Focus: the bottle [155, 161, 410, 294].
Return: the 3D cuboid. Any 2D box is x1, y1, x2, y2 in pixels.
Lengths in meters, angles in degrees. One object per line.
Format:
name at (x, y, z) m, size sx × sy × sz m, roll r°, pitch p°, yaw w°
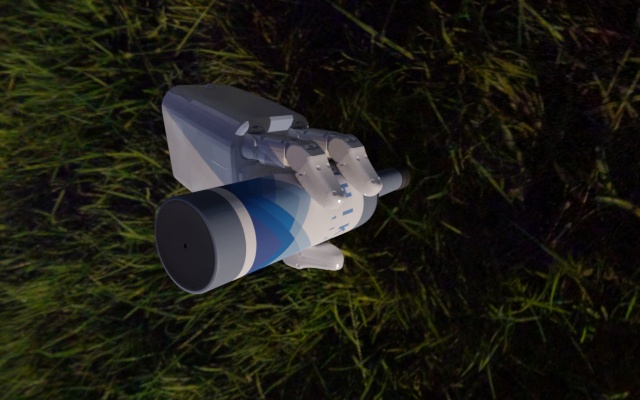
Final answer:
bottle at (0.000, 0.001, 0.426) m, size 0.069 × 0.069 × 0.295 m, roll 0°, pitch 11°, yaw 38°
